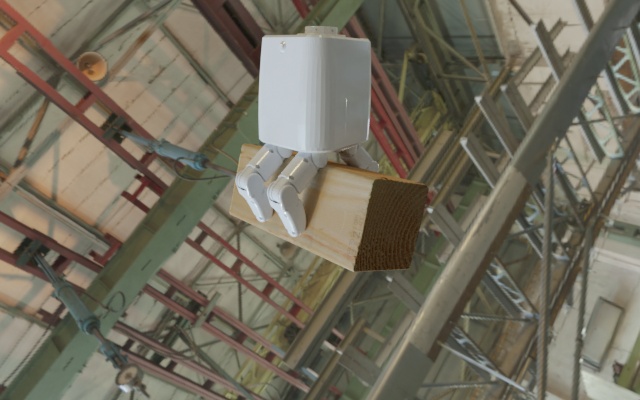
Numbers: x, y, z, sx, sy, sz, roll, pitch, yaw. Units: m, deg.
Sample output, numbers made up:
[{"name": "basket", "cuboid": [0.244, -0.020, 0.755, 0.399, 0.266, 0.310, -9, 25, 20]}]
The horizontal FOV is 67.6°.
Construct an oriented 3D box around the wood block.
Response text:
[{"name": "wood block", "cuboid": [0.000, 0.001, 0.523, 0.091, 0.090, 0.206, 5, 10, -44]}]
